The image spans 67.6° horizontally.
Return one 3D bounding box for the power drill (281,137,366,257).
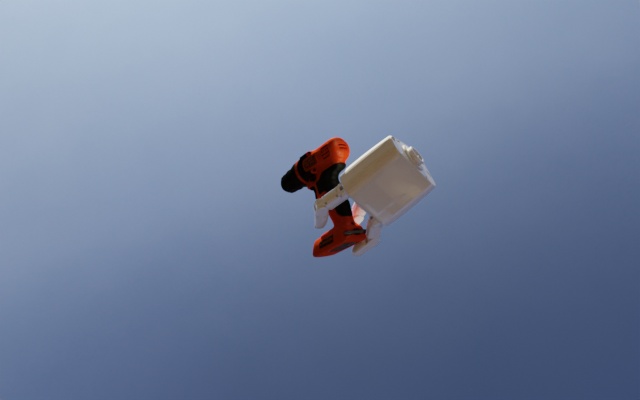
[{"bbox_3d":[0.000,0.003,0.860,0.057,0.187,0.184,-5,-18,-38],"label":"power drill"}]
